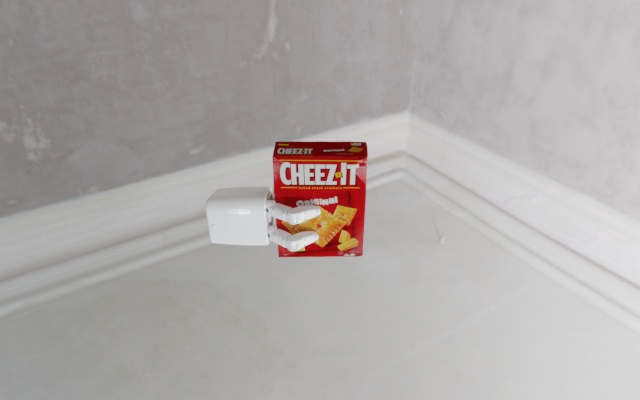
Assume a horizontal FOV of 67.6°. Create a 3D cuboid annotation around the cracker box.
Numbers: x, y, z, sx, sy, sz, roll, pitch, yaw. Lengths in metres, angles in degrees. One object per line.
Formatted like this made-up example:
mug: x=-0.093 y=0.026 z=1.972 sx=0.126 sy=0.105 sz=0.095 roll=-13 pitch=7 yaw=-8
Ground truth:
cracker box: x=0.000 y=0.003 z=0.873 sx=0.164 sy=0.214 sz=0.072 roll=0 pitch=31 yaw=1
